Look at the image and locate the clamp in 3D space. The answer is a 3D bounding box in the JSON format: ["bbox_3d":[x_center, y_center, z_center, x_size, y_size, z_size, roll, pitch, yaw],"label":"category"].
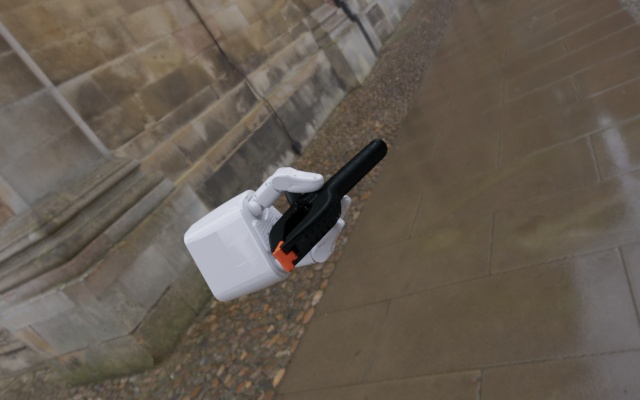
[{"bbox_3d":[-0.001,0.002,0.562,0.164,0.036,0.210,-29,19,26],"label":"clamp"}]
